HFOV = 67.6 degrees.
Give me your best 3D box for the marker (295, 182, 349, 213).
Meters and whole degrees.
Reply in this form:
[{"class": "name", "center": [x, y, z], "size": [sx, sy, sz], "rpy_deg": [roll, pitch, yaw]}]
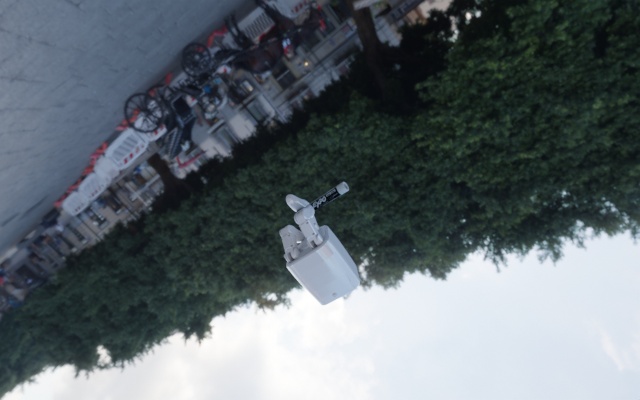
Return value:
[{"class": "marker", "center": [0.000, 0.003, 0.891], "size": [0.121, 0.020, 0.020], "rpy_deg": [-32, -15, 25]}]
